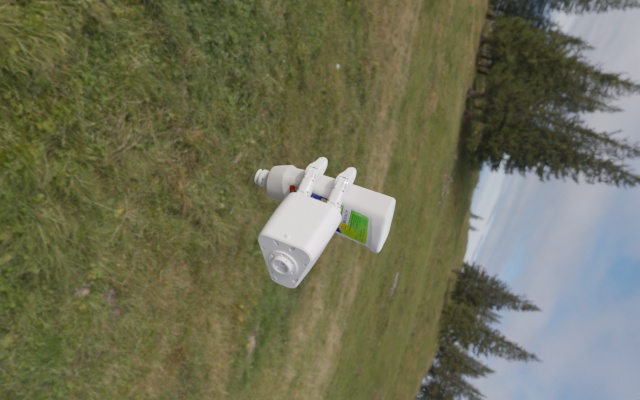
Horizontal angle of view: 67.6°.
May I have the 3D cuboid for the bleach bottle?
[{"bbox_3d":[0.000,0.003,0.842,0.251,0.103,0.068,19,44,16],"label":"bleach bottle"}]
